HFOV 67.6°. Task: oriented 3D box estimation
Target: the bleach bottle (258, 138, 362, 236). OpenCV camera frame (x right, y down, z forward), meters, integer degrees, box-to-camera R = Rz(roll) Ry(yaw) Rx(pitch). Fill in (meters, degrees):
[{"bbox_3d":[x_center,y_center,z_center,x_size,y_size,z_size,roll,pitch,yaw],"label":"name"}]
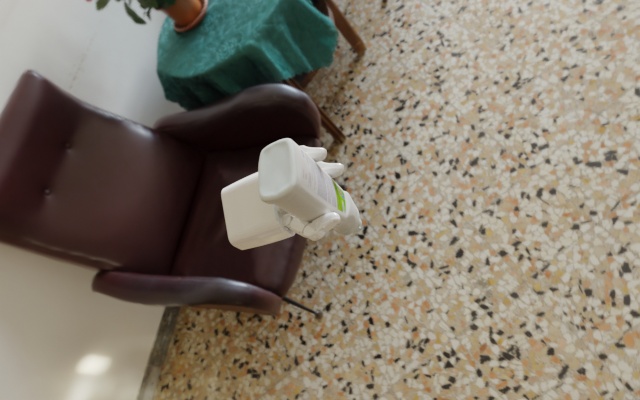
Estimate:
[{"bbox_3d":[0.000,0.002,0.771,0.068,0.102,0.251,-20,-33,24],"label":"bleach bottle"}]
